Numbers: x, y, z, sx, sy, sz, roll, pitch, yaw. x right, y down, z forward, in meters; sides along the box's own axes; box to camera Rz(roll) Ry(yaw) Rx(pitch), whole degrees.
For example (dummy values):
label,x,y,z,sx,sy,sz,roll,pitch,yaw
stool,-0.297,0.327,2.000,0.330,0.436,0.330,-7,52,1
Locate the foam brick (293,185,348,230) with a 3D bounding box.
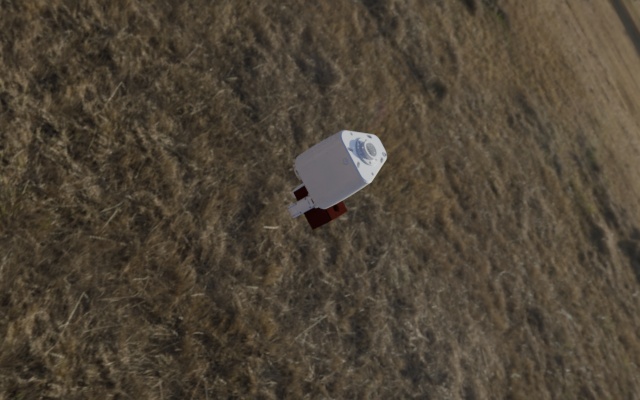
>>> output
label,x,y,z,sx,sy,sz,roll,pitch,yaw
foam brick,0.000,0.003,0.839,0.051,0.078,0.053,-28,-1,39
